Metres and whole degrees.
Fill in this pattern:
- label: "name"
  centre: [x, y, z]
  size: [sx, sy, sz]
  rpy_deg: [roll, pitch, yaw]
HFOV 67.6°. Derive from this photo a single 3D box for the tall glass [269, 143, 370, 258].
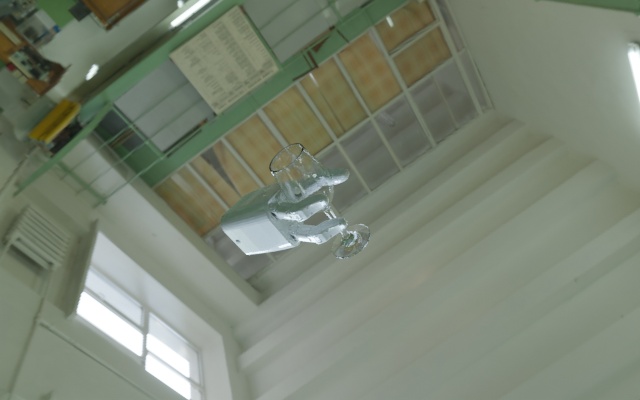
- label: "tall glass"
  centre: [0.001, 0.003, 0.765]
  size: [0.079, 0.079, 0.201]
  rpy_deg: [0, -43, 45]
